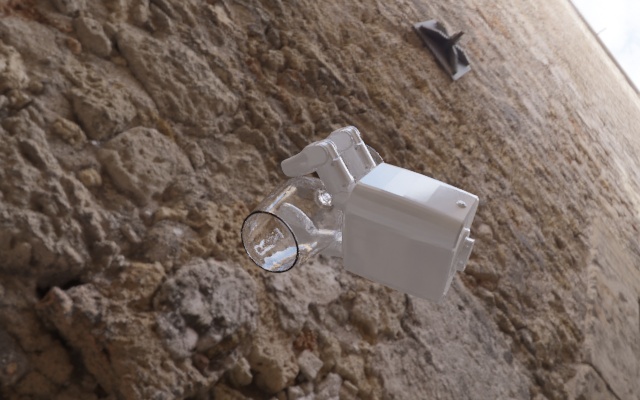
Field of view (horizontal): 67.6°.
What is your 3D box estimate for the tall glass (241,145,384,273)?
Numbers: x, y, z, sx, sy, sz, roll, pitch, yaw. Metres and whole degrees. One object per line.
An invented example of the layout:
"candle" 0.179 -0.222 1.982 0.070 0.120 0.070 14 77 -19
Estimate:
"tall glass" 0.000 0.001 0.505 0.079 0.079 0.201 0 21 30
